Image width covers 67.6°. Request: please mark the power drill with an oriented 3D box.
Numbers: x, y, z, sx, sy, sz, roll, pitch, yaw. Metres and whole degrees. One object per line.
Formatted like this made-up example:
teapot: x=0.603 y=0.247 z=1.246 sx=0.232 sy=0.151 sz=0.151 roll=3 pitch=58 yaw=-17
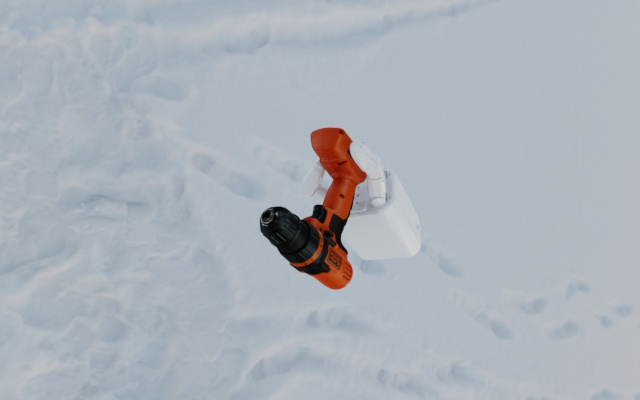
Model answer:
power drill: x=0.000 y=0.002 z=0.614 sx=0.057 sy=0.187 sz=0.184 roll=1 pitch=-29 yaw=31
